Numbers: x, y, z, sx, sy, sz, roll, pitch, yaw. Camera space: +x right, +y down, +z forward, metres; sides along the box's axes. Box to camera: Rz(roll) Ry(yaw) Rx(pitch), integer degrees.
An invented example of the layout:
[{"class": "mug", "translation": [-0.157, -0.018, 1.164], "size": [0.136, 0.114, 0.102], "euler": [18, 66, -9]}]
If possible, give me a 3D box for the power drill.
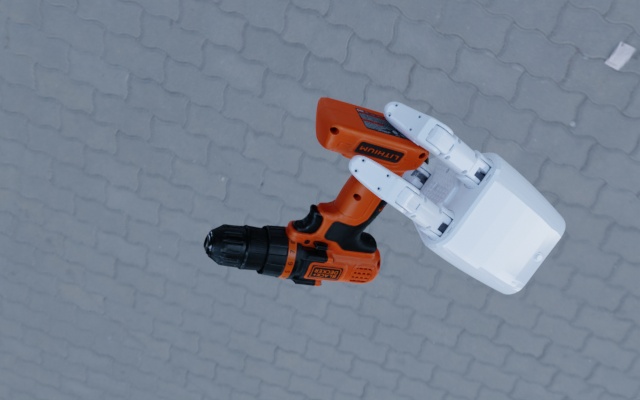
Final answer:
[{"class": "power drill", "translation": [0.000, 0.001, 0.447], "size": [0.184, 0.188, 0.057], "euler": [9, 37, -25]}]
